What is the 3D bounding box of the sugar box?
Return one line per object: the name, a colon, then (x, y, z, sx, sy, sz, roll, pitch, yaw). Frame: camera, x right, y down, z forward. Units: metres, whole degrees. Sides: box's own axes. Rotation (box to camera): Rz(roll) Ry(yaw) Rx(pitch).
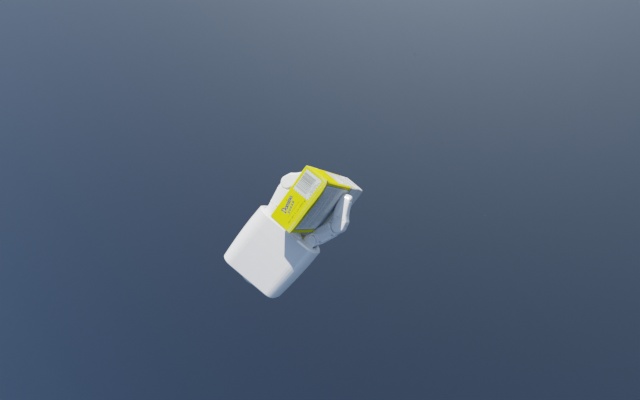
sugar box: (0.000, 0.002, 0.739, 0.048, 0.093, 0.176, 40, 10, 16)
